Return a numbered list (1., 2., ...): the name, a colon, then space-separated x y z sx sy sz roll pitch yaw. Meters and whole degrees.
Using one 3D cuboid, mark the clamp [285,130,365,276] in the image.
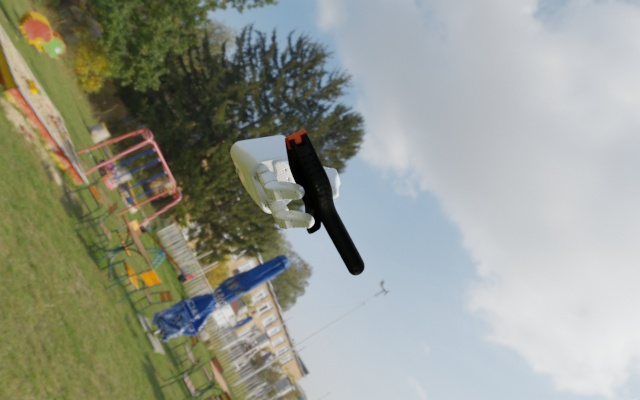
1. clamp: 0.001 0.001 0.683 0.036 0.210 0.164 -28 37 -16
